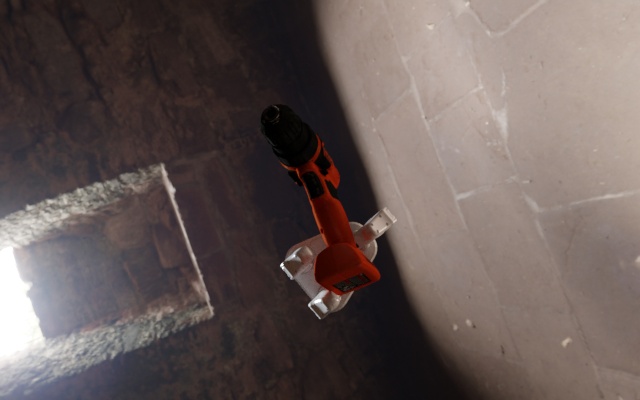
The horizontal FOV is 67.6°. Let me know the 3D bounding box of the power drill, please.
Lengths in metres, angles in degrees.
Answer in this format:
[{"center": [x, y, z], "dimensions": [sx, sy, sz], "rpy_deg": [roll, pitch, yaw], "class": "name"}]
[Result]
[{"center": [0.000, 0.002, 0.528], "dimensions": [0.057, 0.187, 0.184], "rpy_deg": [-23, -26, 11], "class": "power drill"}]
